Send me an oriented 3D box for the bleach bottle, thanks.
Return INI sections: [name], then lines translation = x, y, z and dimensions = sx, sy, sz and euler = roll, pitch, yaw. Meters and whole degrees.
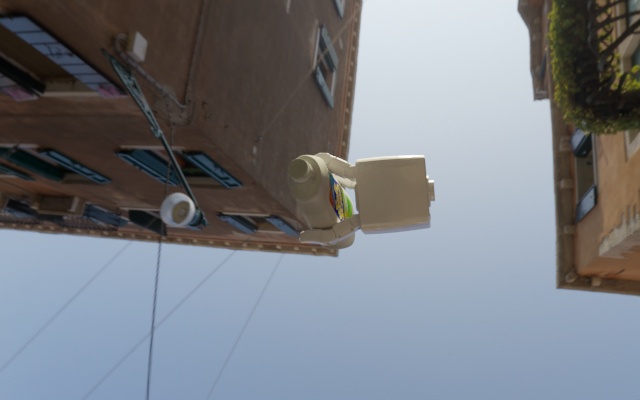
[bleach bottle]
translation = 0.000, 0.002, 0.752
dimensions = 0.068, 0.102, 0.251
euler = -4, -18, 13
